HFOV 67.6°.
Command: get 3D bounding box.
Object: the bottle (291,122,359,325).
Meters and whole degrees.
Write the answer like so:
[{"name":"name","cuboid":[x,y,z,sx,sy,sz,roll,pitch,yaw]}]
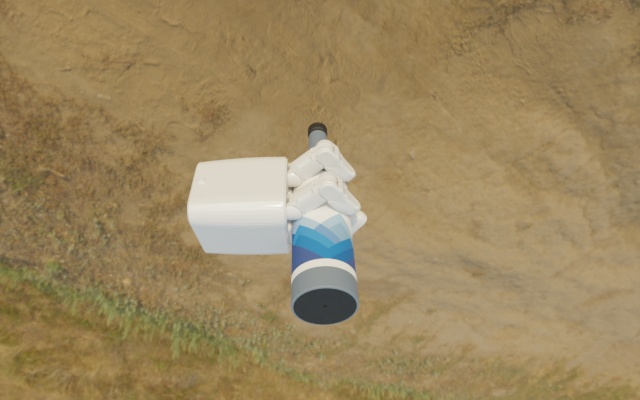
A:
[{"name":"bottle","cuboid":[0.000,0.002,0.568,0.069,0.069,0.295,0,44,-2]}]
